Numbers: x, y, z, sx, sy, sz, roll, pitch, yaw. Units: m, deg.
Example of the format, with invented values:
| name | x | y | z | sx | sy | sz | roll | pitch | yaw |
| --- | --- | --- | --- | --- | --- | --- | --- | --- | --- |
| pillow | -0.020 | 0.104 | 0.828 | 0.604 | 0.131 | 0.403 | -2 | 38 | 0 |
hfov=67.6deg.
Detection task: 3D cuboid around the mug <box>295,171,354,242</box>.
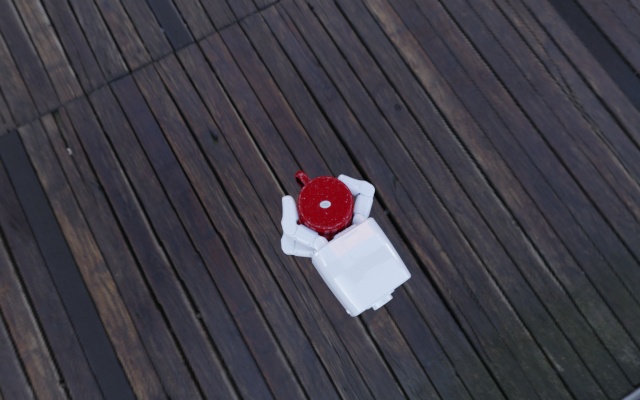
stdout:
| name | x | y | z | sx | sy | sz | roll | pitch | yaw |
| --- | --- | --- | --- | --- | --- | --- | --- | --- | --- |
| mug | -0.001 | 0.001 | 0.720 | 0.093 | 0.117 | 0.081 | -34 | -11 | -8 |
